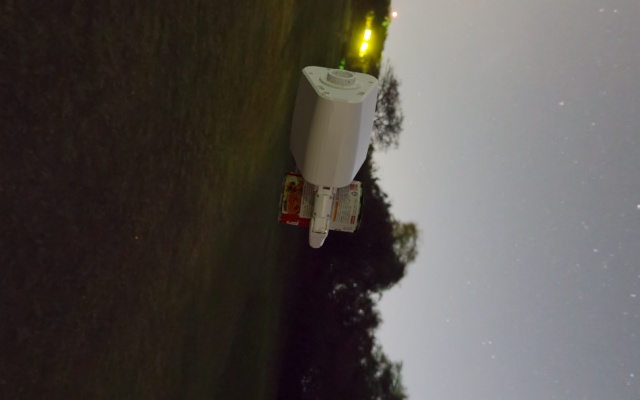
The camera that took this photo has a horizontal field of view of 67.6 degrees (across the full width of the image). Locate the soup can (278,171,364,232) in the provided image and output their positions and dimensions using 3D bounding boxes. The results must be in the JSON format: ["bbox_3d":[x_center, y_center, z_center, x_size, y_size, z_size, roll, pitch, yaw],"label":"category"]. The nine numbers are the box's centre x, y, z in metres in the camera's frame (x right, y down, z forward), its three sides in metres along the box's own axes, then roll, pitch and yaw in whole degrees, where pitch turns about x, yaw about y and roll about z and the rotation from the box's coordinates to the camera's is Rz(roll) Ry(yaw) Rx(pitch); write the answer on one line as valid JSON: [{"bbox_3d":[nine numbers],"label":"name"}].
[{"bbox_3d":[0.000,0.003,0.615,0.102,0.068,0.068,8,0,-3],"label":"soup can"}]
